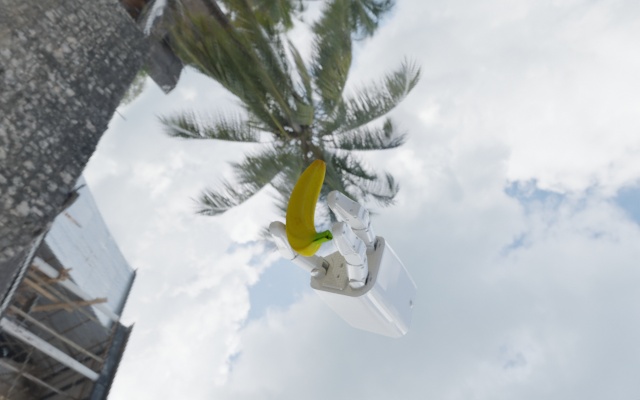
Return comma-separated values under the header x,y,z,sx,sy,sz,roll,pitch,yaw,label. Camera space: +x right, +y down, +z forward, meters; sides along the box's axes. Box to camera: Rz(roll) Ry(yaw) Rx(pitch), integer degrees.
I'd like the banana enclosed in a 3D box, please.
x,y,z,sx,sy,sz,roll,pitch,yaw,label
-0.015,0.013,0.610,0.069,0.037,0.197,-33,28,15,banana
